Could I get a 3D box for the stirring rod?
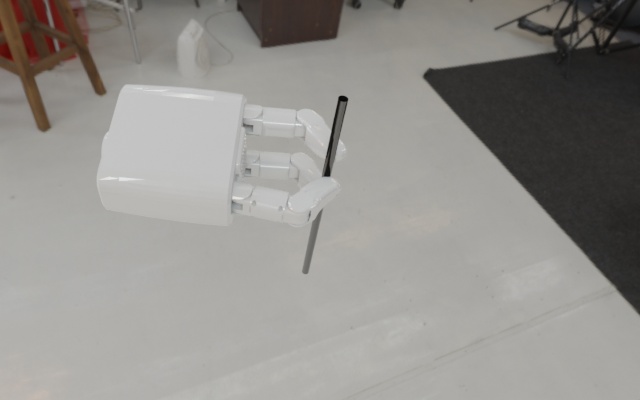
[{"bbox_3d":[0.000,0.002,0.452,0.011,0.011,0.240,0,-41,-11],"label":"stirring rod"}]
